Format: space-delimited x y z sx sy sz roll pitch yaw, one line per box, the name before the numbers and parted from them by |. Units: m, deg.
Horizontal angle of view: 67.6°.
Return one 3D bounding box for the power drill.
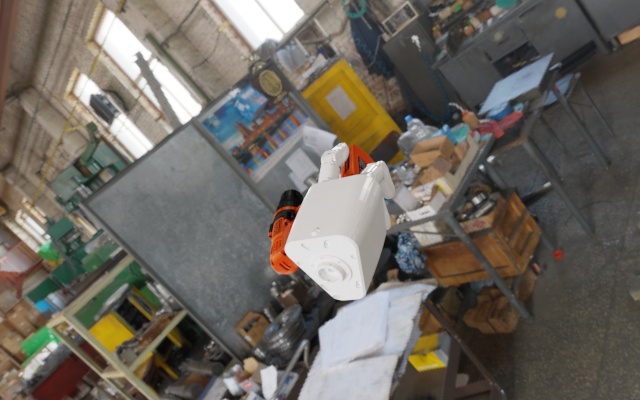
power drill | 0.000 0.002 0.713 0.057 0.188 0.184 38 27 -24
